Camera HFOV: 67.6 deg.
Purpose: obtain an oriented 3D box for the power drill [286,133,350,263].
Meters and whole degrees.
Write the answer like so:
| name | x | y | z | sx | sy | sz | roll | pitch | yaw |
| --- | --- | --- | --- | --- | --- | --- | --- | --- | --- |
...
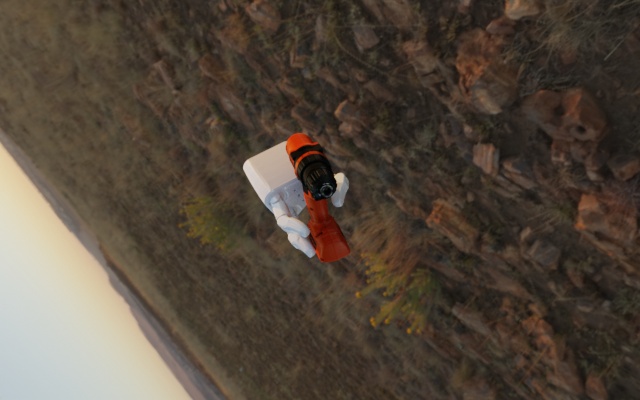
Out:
| name | x | y | z | sx | sy | sz | roll | pitch | yaw |
| --- | --- | --- | --- | --- | --- | --- | --- | --- | --- |
| power drill | 0.000 | 0.003 | 0.753 | 0.057 | 0.188 | 0.184 | -16 | 31 | -6 |
